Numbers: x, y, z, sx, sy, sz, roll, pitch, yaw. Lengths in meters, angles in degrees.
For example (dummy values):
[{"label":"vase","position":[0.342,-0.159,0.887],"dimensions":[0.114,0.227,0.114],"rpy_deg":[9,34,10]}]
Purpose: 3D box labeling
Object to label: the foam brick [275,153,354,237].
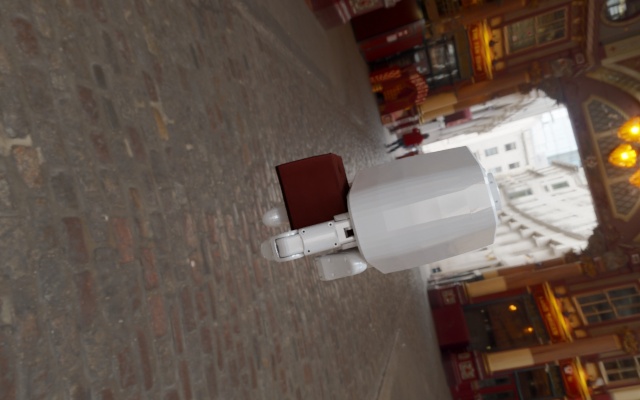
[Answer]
[{"label":"foam brick","position":[0.000,0.001,0.424],"dimensions":[0.051,0.078,0.053],"rpy_deg":[-15,-2,14]}]
